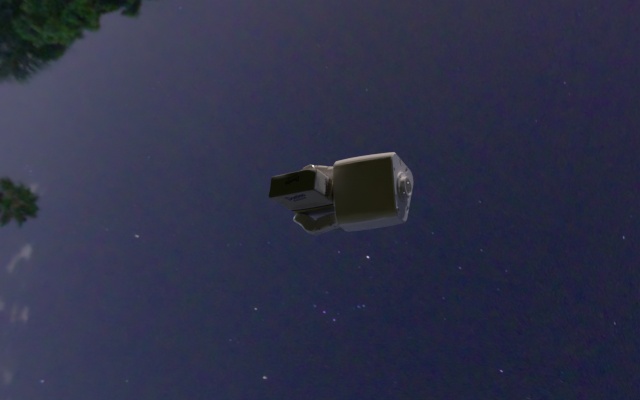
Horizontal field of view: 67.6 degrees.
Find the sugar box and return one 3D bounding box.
[{"bbox_3d":[0.000,0.002,0.834,0.093,0.048,0.176,-9,-28,31],"label":"sugar box"}]
